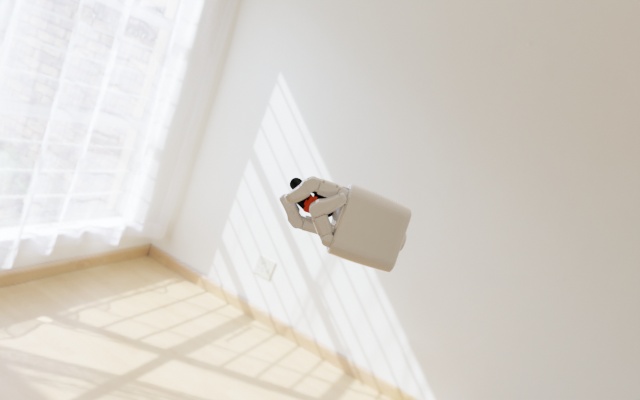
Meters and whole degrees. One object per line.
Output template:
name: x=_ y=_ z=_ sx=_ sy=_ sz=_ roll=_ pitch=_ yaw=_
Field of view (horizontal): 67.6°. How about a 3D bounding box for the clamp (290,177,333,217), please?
clamp: x=0.000 y=0.002 z=0.833 sx=0.120 sy=0.039 sz=0.171 roll=21 pitch=11 yaw=-6
